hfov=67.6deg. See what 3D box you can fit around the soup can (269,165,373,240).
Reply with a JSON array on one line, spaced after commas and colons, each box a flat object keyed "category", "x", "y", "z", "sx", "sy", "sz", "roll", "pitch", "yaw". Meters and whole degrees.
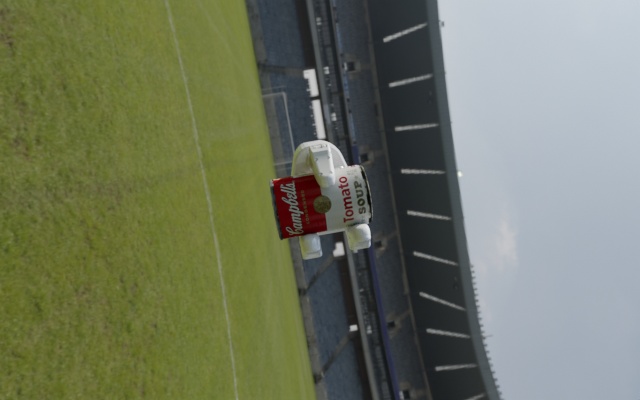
[{"category": "soup can", "x": 0.000, "y": 0.002, "z": 0.524, "sx": 0.102, "sy": 0.068, "sz": 0.068, "roll": -10, "pitch": 0, "yaw": -3}]
